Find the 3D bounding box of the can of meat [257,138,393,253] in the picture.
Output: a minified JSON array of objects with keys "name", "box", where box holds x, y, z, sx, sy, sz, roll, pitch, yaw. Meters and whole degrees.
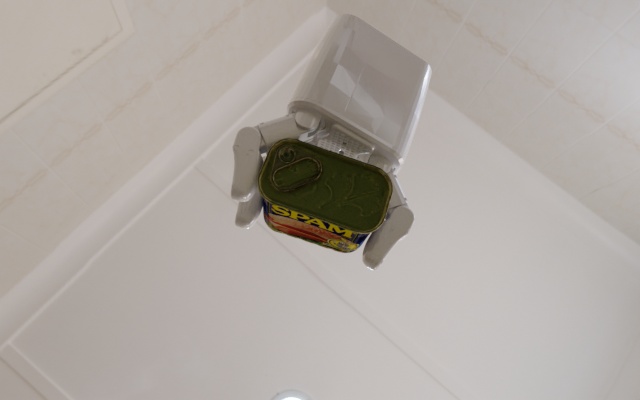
[{"name":"can of meat","box":[0.000,0.002,0.403,0.102,0.057,0.084,19,-20,1]}]
